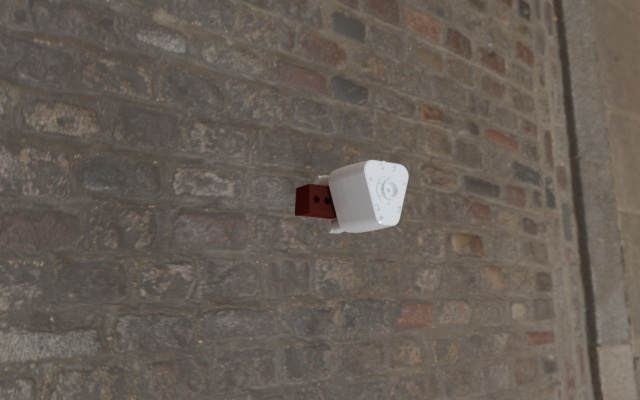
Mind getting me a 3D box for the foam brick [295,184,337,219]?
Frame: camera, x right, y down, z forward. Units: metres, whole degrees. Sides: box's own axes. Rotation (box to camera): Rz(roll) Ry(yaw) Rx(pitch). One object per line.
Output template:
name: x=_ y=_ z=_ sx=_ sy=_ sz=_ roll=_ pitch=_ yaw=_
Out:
foam brick: x=0.000 y=0.003 z=0.855 sx=0.078 sy=0.053 sz=0.051 roll=6 pitch=-10 yaw=-30
